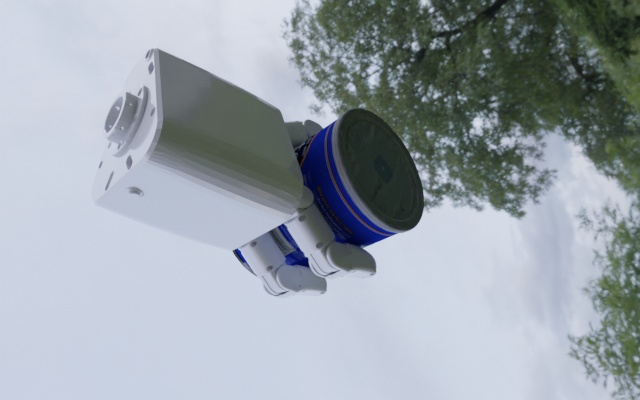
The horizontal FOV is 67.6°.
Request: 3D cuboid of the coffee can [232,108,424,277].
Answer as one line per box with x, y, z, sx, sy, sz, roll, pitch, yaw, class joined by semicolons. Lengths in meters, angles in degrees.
0.000;0.001;0.405;0.140;0.102;0.103;-29;-18;37;coffee can
